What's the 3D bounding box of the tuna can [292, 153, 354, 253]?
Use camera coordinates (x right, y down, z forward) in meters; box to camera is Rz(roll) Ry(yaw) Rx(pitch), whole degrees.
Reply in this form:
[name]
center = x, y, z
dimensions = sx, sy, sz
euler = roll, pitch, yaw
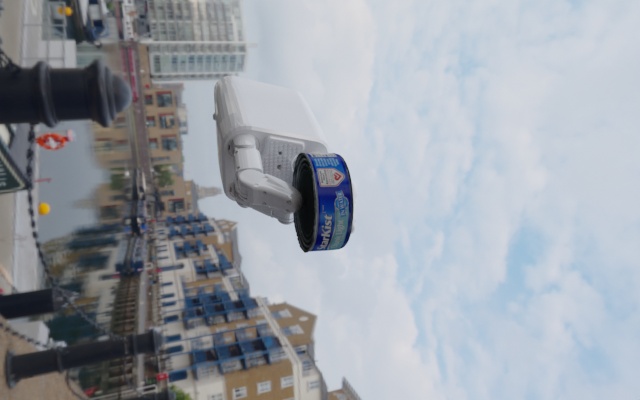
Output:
[tuna can]
center = 0.001, 0.001, 0.414
dimensions = 0.034, 0.086, 0.086
euler = -2, 1, -15
